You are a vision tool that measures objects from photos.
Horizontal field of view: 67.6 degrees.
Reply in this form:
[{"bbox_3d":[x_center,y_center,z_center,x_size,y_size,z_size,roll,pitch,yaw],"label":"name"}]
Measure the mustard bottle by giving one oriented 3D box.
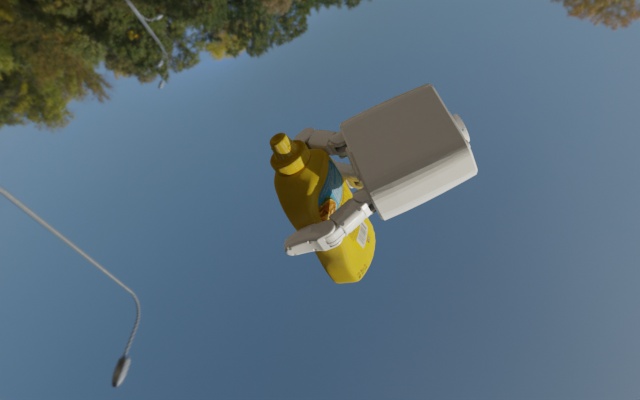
[{"bbox_3d":[0.000,0.002,0.524,0.058,0.096,0.192,-9,-45,28],"label":"mustard bottle"}]
